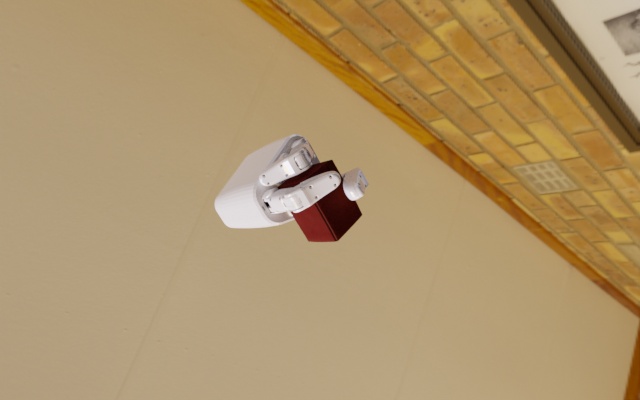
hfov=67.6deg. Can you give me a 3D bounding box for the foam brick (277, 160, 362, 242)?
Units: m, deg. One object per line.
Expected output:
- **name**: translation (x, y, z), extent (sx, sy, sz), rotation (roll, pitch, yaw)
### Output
- **foam brick**: translation (0.000, 0.002, 0.543), extent (0.051, 0.078, 0.053), rotation (-11, 24, 50)
